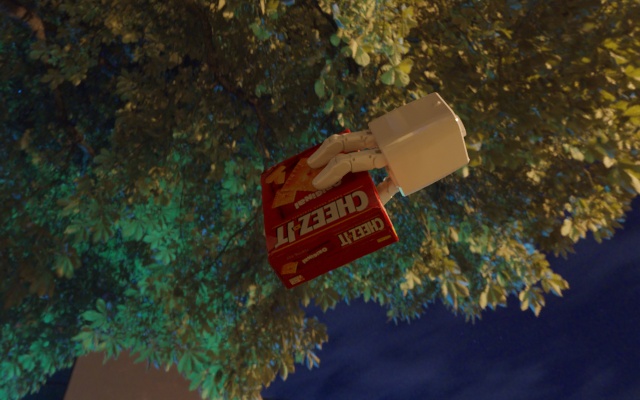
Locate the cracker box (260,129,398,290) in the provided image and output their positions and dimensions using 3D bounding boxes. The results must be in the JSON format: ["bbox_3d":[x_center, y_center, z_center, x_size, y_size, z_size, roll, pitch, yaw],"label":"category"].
[{"bbox_3d":[0.000,0.002,0.692,0.164,0.072,0.213,-26,35,8],"label":"cracker box"}]
